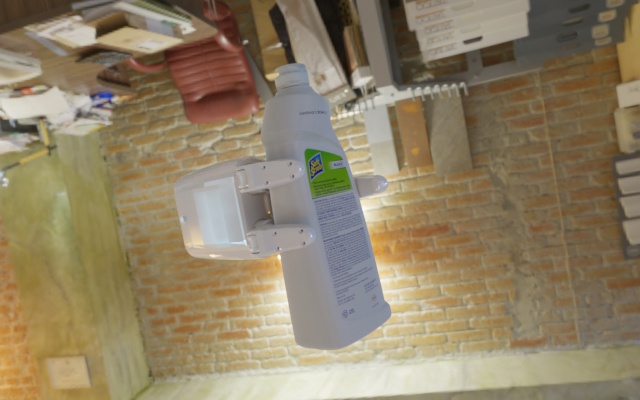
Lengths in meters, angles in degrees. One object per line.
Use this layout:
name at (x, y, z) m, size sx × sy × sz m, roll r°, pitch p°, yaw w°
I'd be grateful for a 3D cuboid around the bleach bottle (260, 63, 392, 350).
bleach bottle at (0.000, 0.002, 0.446) m, size 0.068 × 0.251 × 0.102 m, roll -8°, pitch 4°, yaw 39°
